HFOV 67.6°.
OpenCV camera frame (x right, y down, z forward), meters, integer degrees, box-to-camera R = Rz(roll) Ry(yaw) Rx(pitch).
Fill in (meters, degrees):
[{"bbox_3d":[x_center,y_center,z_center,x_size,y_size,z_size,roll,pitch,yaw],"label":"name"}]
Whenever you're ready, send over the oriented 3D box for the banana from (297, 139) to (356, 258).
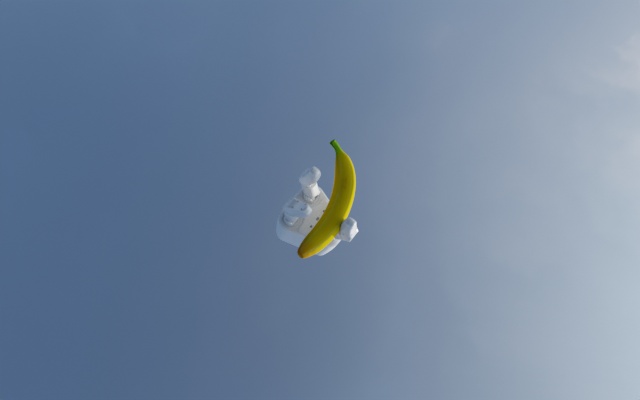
[{"bbox_3d":[0.018,0.005,0.767,0.069,0.197,0.037,20,-15,-18],"label":"banana"}]
